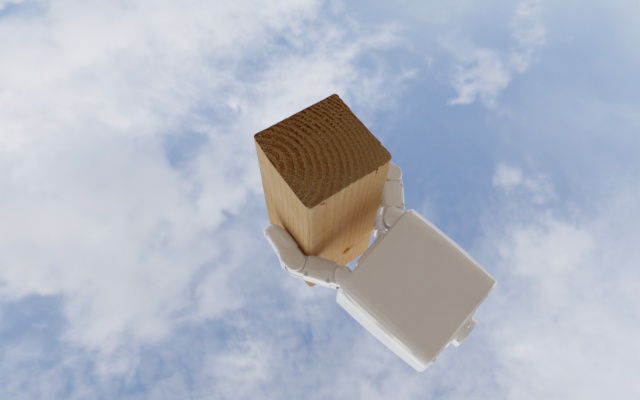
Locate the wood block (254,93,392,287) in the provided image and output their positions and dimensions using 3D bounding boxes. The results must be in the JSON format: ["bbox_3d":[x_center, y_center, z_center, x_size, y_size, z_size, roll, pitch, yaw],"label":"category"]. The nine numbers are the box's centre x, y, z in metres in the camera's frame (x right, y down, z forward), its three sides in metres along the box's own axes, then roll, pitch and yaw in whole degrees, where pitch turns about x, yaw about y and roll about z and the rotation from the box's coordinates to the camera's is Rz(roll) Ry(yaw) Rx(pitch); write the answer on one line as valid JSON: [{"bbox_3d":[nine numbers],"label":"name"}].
[{"bbox_3d":[0.000,0.002,0.499,0.091,0.090,0.206,-31,-23,-16],"label":"wood block"}]
